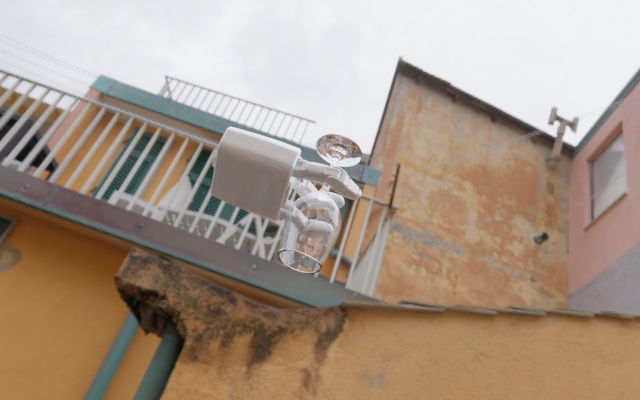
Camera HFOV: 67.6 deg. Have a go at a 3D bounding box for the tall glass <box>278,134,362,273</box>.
[{"bbox_3d":[0.000,0.002,0.686,0.079,0.201,0.079,14,-32,9],"label":"tall glass"}]
